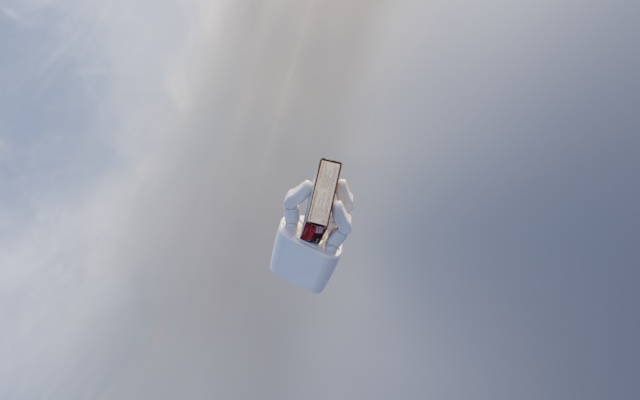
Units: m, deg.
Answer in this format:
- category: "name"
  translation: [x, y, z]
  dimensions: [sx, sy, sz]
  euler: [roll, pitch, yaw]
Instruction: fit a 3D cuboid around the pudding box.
- category: "pudding box"
  translation: [0.000, 0.002, 0.757]
  dimensions: [0.039, 0.113, 0.090]
  euler: [13, -22, -5]
